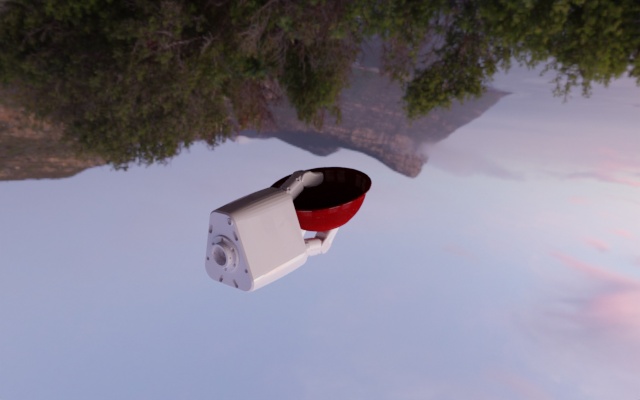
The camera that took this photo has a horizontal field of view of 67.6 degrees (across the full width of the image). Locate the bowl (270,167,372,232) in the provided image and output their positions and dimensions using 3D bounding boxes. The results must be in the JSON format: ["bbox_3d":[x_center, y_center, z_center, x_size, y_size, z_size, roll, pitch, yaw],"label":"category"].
[{"bbox_3d":[0.001,0.002,0.734,0.162,0.055,0.162,-7,25,3],"label":"bowl"}]
